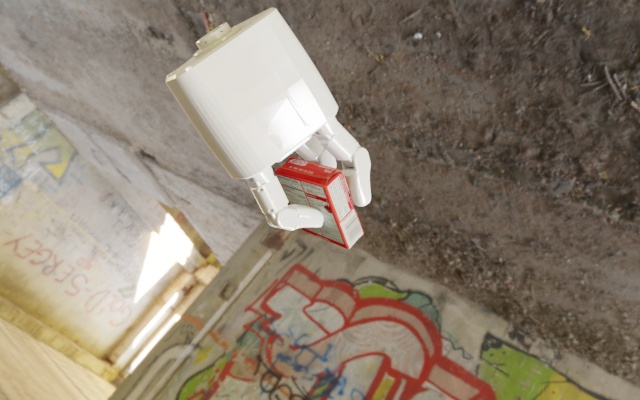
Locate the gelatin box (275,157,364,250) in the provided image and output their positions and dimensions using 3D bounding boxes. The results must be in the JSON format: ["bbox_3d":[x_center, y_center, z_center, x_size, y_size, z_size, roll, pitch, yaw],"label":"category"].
[{"bbox_3d":[0.000,0.002,0.499,0.073,0.089,0.030,18,51,43],"label":"gelatin box"}]
